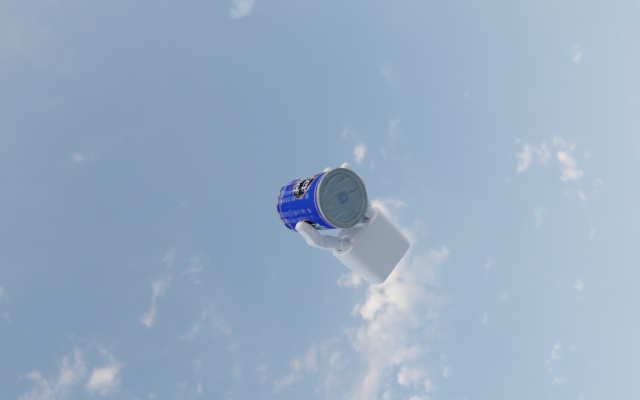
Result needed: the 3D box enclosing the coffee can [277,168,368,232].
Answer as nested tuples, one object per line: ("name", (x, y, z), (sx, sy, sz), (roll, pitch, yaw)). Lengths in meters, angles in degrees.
("coffee can", (0.000, 0.003, 0.852), (0.103, 0.103, 0.140), (0, -6, -35))
